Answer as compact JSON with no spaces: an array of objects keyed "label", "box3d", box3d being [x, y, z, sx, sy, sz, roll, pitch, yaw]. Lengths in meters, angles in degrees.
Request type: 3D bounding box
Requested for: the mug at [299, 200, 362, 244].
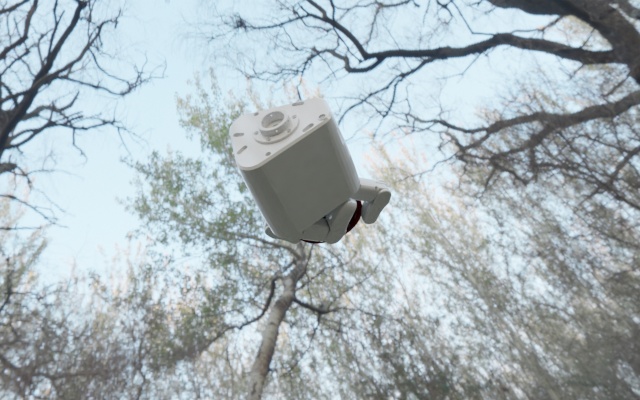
[{"label":"mug","box3d":[0.001,0.003,0.619,0.093,0.081,0.117,-22,-45,1]}]
